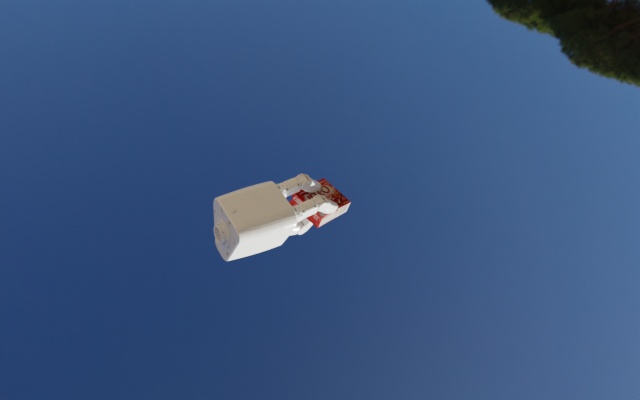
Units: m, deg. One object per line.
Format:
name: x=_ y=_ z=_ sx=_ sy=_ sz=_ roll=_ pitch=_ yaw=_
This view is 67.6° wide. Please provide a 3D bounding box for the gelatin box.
gelatin box: x=0.000 y=0.003 z=0.871 sx=0.073 sy=0.030 sz=0.089 roll=42 pitch=42 yaw=20
